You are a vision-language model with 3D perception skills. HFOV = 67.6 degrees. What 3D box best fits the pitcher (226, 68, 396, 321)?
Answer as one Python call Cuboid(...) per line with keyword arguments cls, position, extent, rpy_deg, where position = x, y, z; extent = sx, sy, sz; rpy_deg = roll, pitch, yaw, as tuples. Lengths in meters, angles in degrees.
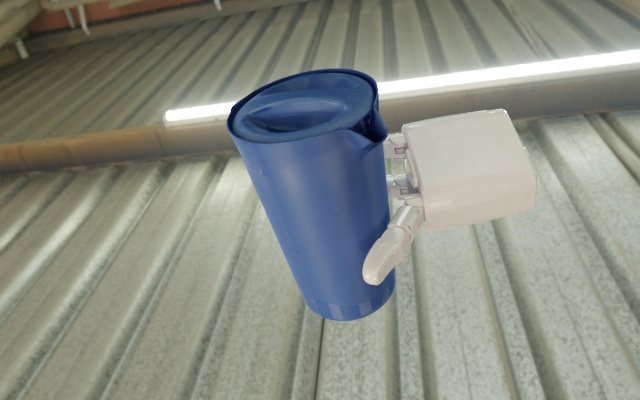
Cuboid(cls="pitcher", position=(0.000, 0.002, 0.481), extent=(0.145, 0.243, 0.149), rpy_deg=(-12, 36, 3))
